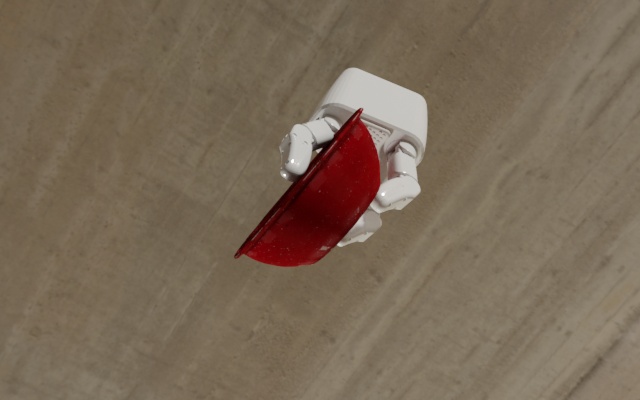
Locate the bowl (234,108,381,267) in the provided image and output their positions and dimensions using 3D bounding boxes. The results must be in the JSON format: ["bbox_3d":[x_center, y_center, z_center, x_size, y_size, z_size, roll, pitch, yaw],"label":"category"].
[{"bbox_3d":[0.000,0.002,0.399,0.055,0.162,0.162,41,-4,-5],"label":"bowl"}]
